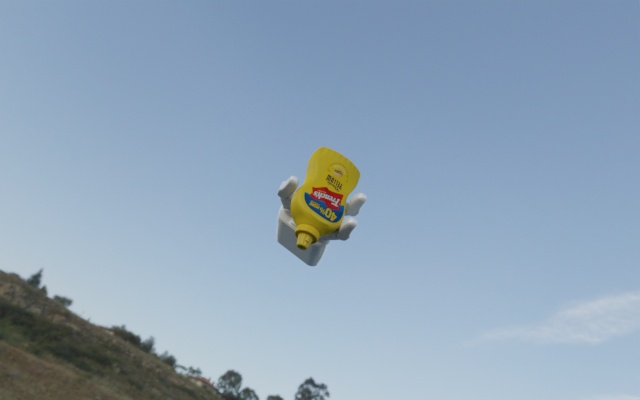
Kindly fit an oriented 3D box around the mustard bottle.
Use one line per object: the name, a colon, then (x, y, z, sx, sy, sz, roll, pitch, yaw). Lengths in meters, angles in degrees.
mustard bottle: (0.000, 0.002, 0.831, 0.096, 0.191, 0.058, 35, -34, -18)
